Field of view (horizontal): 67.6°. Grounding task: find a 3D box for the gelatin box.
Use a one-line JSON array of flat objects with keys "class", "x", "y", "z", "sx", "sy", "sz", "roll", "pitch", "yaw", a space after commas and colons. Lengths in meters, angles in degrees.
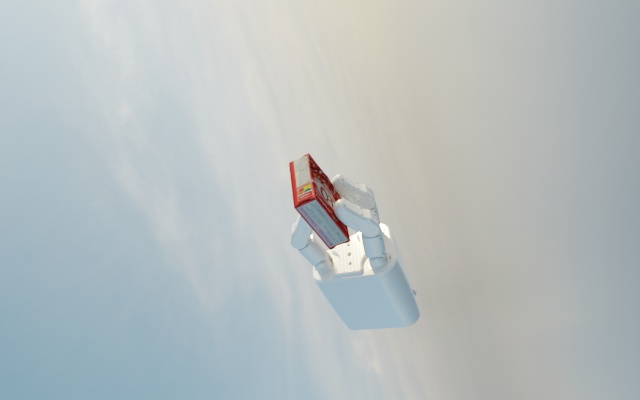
[{"class": "gelatin box", "x": 0.000, "y": 0.002, "z": 0.545, "sx": 0.030, "sy": 0.073, "sz": 0.089, "roll": -25, "pitch": -47, "yaw": 16}]
